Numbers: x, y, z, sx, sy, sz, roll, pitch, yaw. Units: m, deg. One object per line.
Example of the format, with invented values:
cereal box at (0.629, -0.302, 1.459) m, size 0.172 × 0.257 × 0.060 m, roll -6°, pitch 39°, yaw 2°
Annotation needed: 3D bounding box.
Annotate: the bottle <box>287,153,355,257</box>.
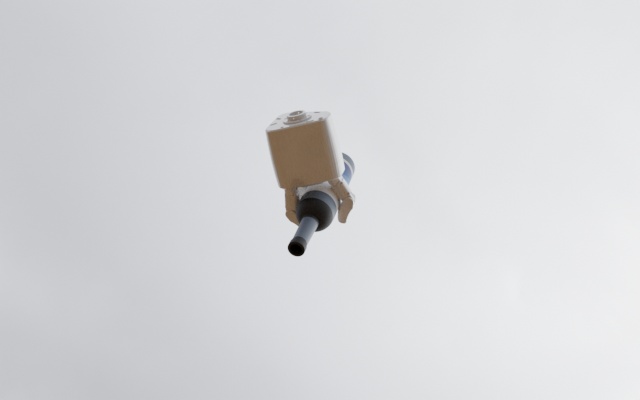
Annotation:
bottle at (0.000, 0.003, 0.839) m, size 0.069 × 0.069 × 0.295 m, roll 0°, pitch 29°, yaw 17°
